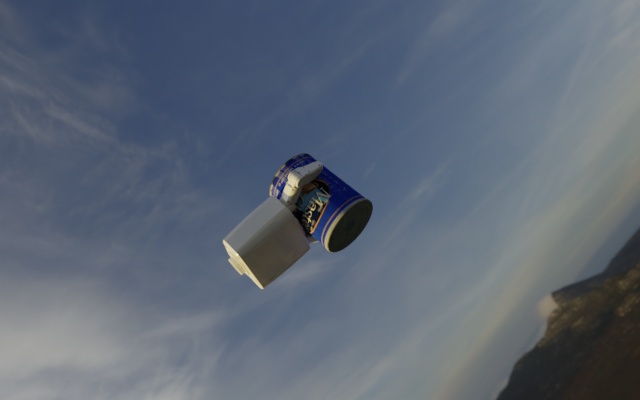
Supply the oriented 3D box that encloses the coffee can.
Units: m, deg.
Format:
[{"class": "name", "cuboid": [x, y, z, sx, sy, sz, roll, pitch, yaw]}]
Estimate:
[{"class": "coffee can", "cuboid": [0.000, 0.002, 0.783, 0.140, 0.103, 0.103, 40, 21, 27]}]
